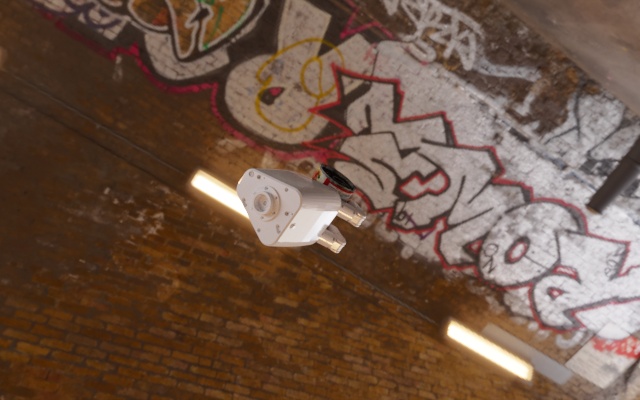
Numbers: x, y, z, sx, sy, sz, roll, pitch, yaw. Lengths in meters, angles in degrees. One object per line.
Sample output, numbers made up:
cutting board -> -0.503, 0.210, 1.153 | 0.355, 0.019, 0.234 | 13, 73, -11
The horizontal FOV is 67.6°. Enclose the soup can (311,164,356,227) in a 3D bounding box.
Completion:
soup can -> 0.000, 0.003, 0.763 | 0.068, 0.102, 0.068 | 32, 18, -11
